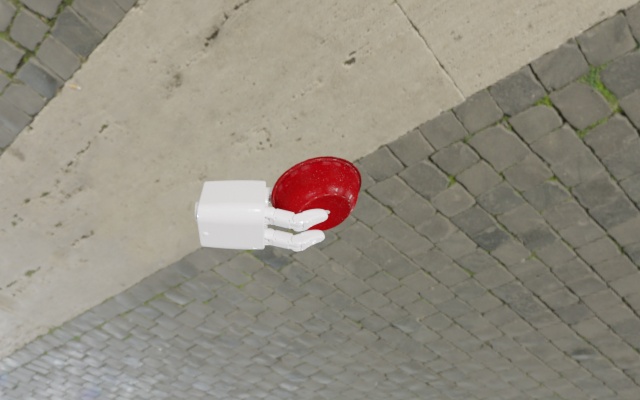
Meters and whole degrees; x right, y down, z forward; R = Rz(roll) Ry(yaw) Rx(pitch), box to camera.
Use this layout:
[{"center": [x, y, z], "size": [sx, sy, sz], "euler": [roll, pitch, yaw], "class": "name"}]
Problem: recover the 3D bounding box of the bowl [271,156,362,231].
[{"center": [0.002, 0.003, 0.808], "size": [0.162, 0.055, 0.162], "euler": [-11, -41, -10], "class": "bowl"}]
